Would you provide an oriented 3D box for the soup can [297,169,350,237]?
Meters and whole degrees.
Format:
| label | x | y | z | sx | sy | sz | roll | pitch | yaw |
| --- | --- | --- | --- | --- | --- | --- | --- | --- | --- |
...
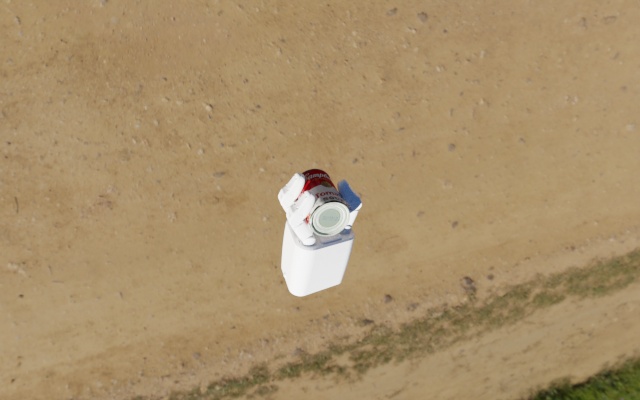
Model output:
| label | x | y | z | sx | sy | sz | roll | pitch | yaw |
| --- | --- | --- | --- | --- | --- | --- | --- | --- | --- |
| soup can | 0.000 | 0.002 | 0.772 | 0.068 | 0.068 | 0.102 | 0 | 33 | -20 |
